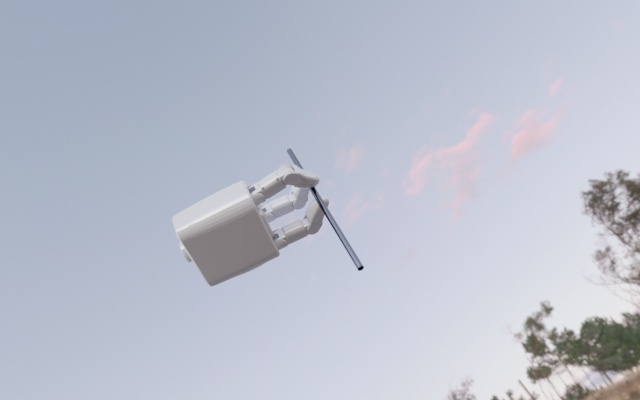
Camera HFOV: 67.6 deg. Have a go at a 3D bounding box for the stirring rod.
[{"bbox_3d":[0.000,0.002,0.631,0.011,0.011,0.239,0,40,-30],"label":"stirring rod"}]
